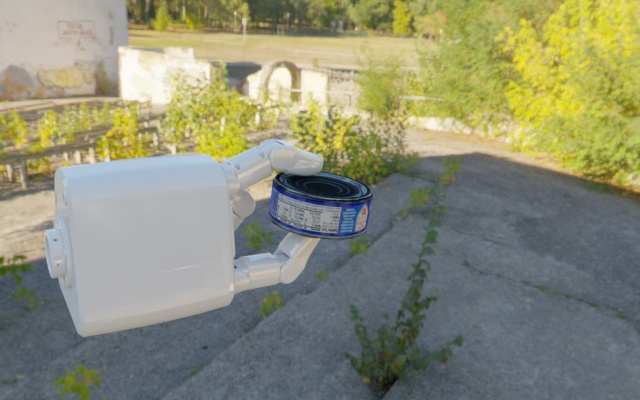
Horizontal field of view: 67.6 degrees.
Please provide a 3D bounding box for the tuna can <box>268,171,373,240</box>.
[{"bbox_3d":[0.000,0.001,0.402,0.086,0.034,0.086,8,17,-2],"label":"tuna can"}]
